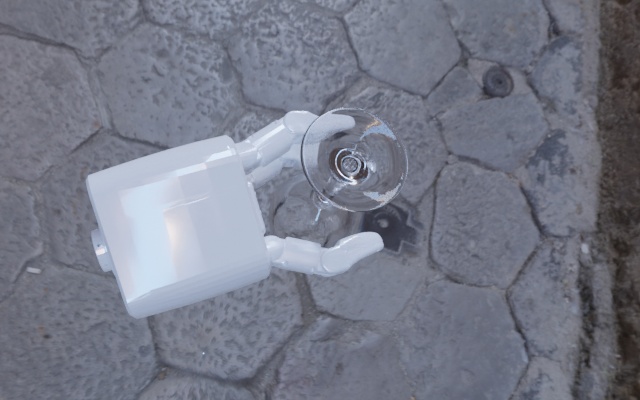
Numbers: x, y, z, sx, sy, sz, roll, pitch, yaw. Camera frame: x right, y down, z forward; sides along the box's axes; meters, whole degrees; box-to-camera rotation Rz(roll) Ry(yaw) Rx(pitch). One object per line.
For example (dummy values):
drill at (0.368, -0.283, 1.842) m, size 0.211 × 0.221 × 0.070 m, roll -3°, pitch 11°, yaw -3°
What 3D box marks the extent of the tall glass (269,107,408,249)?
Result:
tall glass at (0.000, 0.001, 0.406) m, size 0.079 × 0.079 × 0.201 m, roll 0°, pitch -17°, yaw -14°
